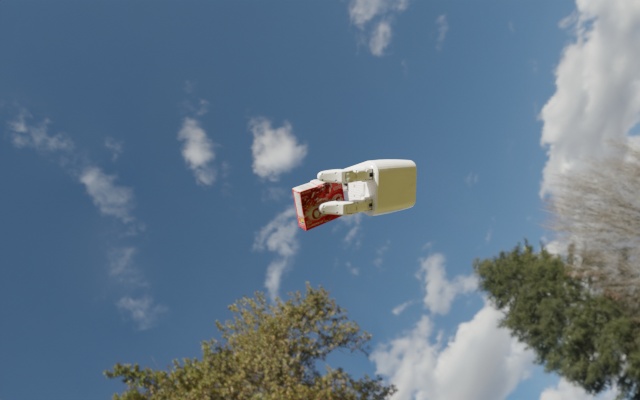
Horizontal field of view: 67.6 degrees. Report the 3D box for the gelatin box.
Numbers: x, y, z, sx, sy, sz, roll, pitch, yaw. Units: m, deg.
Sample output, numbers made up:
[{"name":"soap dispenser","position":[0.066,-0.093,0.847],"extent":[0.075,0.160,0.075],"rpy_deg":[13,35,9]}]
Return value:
[{"name":"gelatin box","position":[0.000,0.003,0.832],"extent":[0.089,0.073,0.030],"rpy_deg":[-20,25,-27]}]
